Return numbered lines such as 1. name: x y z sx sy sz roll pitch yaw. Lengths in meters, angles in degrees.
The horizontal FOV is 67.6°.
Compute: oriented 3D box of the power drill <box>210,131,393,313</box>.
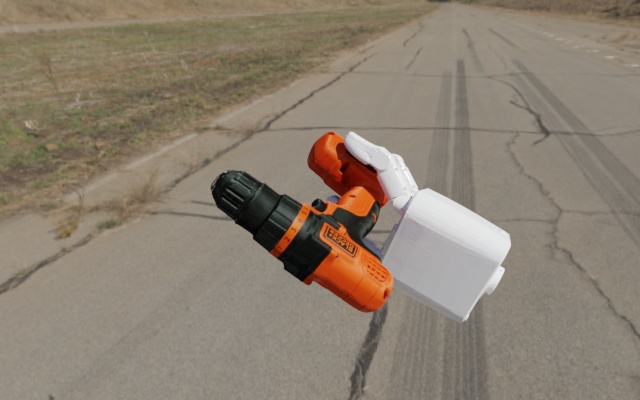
1. power drill: 0.000 0.001 0.479 0.057 0.184 0.187 -47 9 35
